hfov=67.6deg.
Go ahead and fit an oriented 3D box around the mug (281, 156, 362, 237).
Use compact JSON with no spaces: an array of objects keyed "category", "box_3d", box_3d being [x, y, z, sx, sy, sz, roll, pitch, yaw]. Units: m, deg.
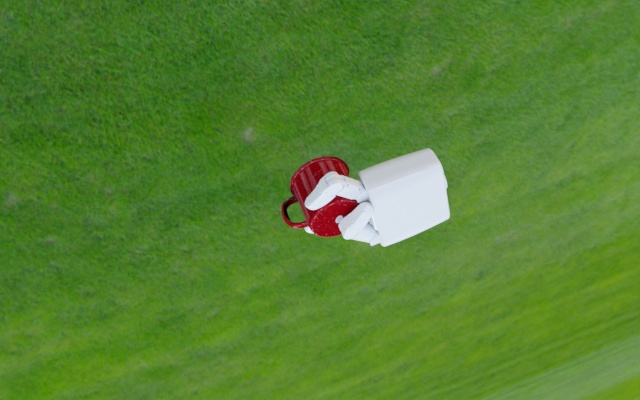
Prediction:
[{"category":"mug","box_3d":[-0.001,0.003,0.682,0.117,0.081,0.093,-22,-38,-2]}]
